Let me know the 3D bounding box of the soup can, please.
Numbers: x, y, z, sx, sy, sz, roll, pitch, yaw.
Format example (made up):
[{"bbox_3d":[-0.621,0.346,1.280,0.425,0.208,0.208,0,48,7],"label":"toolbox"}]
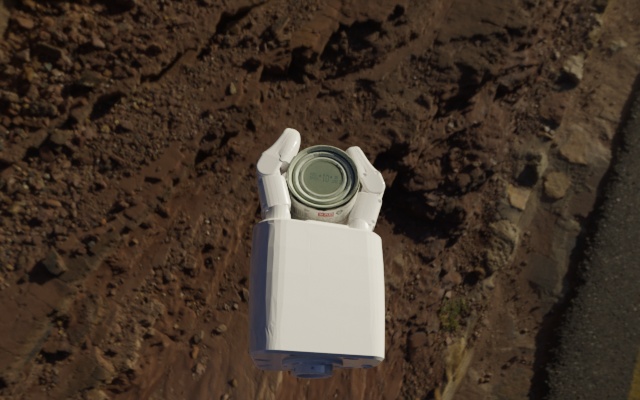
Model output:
[{"bbox_3d":[0.000,0.001,0.465,0.068,0.068,0.102,0,-28,-3],"label":"soup can"}]
